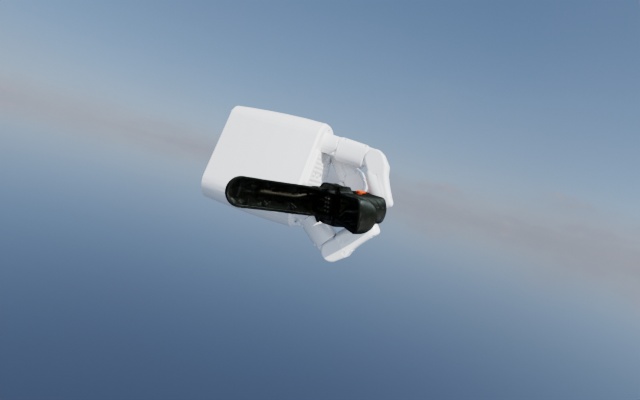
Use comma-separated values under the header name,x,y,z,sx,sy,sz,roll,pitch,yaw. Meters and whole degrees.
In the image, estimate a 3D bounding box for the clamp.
name,x,y,z,sx,sy,sz,roll,pitch,yaw
clamp,0.000,0.001,0.412,0.120,0.039,0.171,17,3,15
